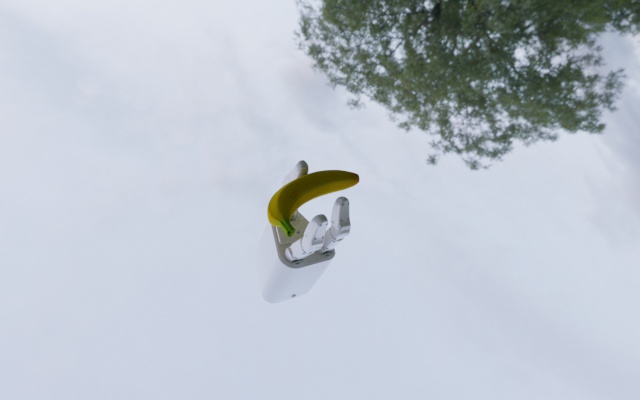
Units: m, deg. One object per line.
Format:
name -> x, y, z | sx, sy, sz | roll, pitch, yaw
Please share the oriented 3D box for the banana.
banana -> -0.017, -0.006, 0.664 | 0.069, 0.037, 0.197 | 33, 38, 15
